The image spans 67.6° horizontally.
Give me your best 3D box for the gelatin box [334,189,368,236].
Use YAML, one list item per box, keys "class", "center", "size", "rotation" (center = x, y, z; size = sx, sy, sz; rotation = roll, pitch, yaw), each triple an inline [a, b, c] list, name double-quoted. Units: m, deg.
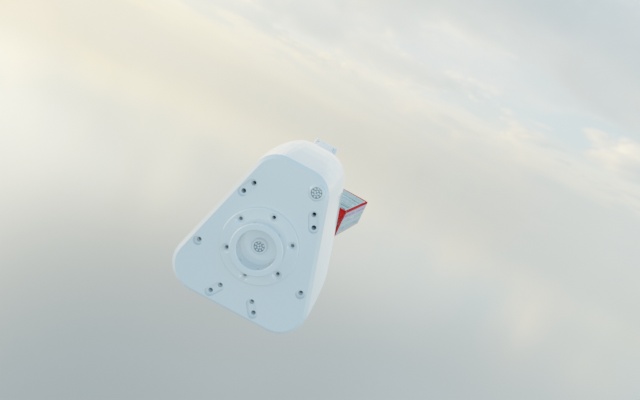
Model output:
- class: "gelatin box"
  center: [0.000, 0.001, 0.474]
  size: [0.073, 0.030, 0.089]
  rotation: [28, 15, 14]
